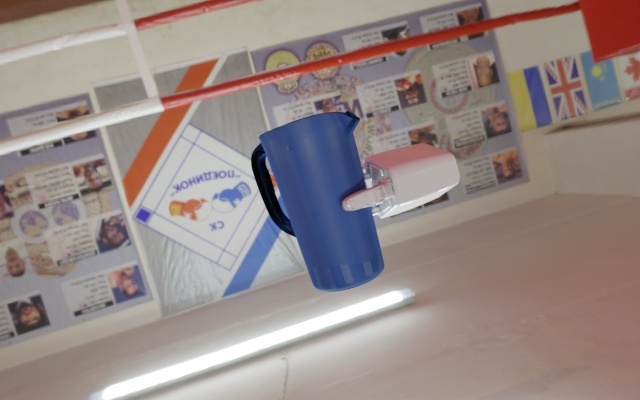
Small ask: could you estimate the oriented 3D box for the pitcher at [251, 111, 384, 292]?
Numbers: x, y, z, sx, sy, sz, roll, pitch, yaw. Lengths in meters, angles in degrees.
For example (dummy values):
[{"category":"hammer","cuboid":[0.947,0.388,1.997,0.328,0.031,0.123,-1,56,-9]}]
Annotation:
[{"category":"pitcher","cuboid":[0.000,0.002,0.689,0.145,0.243,0.149,-18,4,-15]}]
